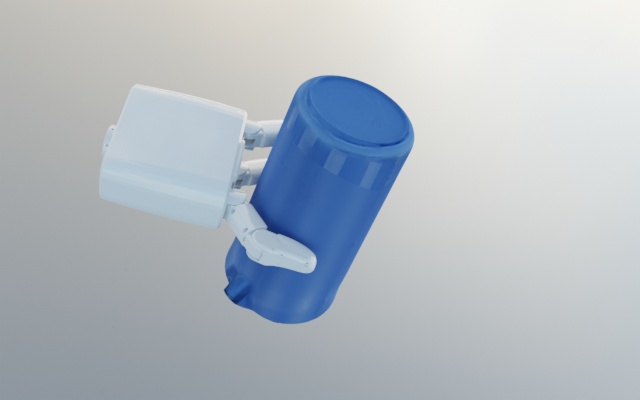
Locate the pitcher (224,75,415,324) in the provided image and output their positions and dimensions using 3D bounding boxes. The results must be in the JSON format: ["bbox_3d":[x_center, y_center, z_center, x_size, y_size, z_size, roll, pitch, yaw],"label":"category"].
[{"bbox_3d":[0.000,0.002,0.477,0.145,0.149,0.243,15,-47,-12],"label":"pitcher"}]
